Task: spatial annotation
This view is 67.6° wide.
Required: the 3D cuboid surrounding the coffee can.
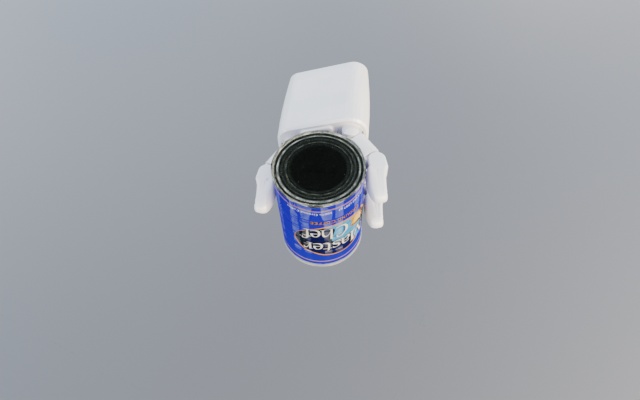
[{"bbox_3d":[0.000,0.002,0.565,0.103,0.102,0.140,0,-33,2],"label":"coffee can"}]
